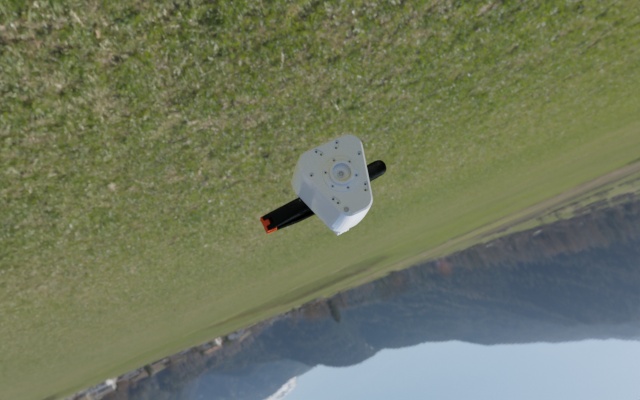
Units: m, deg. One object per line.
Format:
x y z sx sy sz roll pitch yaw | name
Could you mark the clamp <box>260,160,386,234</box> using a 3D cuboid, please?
0.000 0.004 0.799 0.210 0.036 0.164 -25 -10 -11 | clamp
